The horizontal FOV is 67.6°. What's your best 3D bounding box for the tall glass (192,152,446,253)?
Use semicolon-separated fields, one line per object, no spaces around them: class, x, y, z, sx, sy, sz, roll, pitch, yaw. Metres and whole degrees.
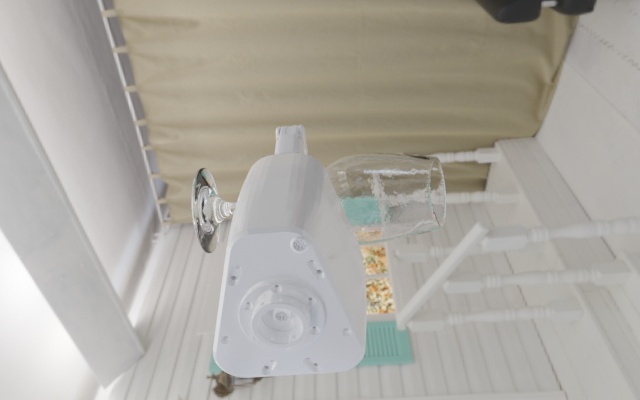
tall glass;-0.001;0.001;0.407;0.201;0.079;0.079;-5;0;3
